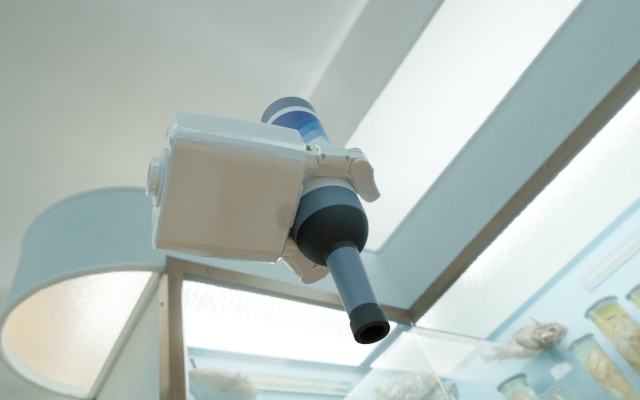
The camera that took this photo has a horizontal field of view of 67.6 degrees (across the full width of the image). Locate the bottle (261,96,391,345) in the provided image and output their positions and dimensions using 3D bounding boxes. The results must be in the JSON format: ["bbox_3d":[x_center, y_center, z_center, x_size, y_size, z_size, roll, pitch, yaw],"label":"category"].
[{"bbox_3d":[0.000,0.001,0.442,0.069,0.069,0.295,0,39,-19],"label":"bottle"}]
